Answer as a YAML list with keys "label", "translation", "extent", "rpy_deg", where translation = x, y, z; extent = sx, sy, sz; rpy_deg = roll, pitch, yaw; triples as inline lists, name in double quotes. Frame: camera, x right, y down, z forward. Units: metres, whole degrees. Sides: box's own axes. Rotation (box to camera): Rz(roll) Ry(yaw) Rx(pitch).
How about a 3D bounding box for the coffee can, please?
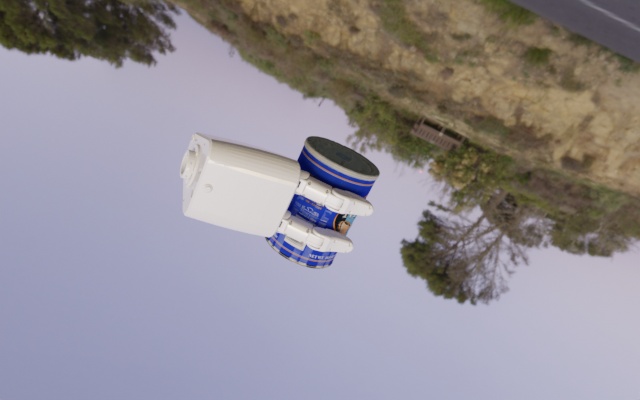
- label: "coffee can"
  translation: [0.000, 0.002, 0.621]
  extent: [0.103, 0.140, 0.102]
  rpy_deg: [23, 21, -9]
